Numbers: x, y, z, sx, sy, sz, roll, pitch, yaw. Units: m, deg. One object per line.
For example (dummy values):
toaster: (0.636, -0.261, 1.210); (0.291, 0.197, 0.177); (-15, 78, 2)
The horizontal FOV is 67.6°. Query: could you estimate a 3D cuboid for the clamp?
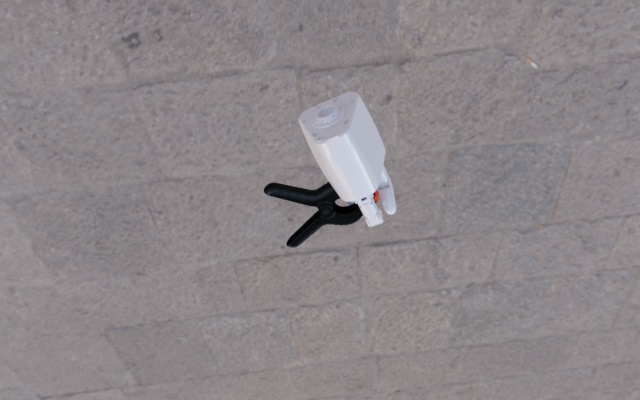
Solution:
clamp: (0.000, 0.003, 0.733); (0.171, 0.120, 0.039); (-22, 35, 13)
